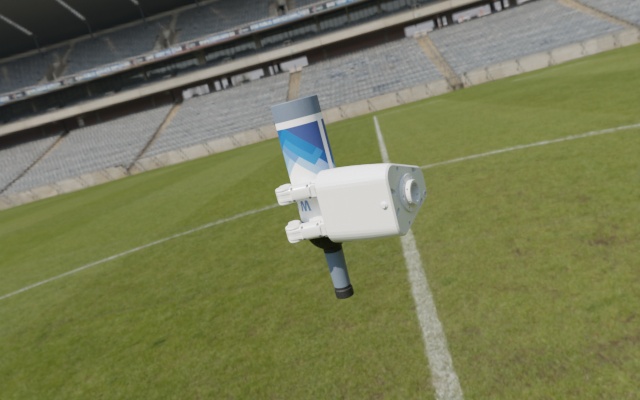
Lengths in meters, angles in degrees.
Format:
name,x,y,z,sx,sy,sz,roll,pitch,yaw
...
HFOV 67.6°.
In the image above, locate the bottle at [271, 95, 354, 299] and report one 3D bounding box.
name,x,y,z,sx,sy,sz,roll,pitch,yaw
bottle,0.000,0.002,0.685,0.069,0.296,0.069,-14,11,3
